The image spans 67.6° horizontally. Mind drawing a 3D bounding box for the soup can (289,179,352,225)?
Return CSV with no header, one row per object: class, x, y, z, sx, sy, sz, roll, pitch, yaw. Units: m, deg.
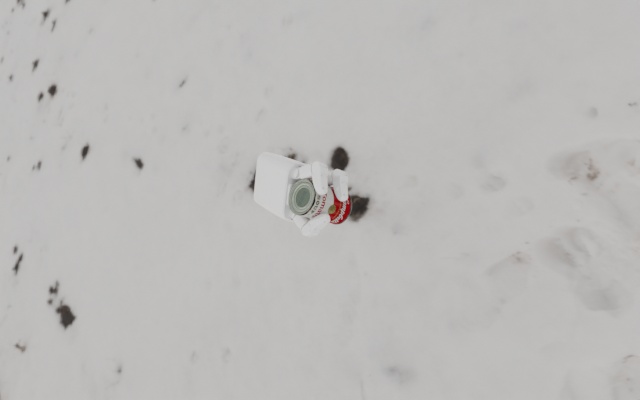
soup can,0.000,0.003,0.875,0.068,0.068,0.102,0,-11,43
